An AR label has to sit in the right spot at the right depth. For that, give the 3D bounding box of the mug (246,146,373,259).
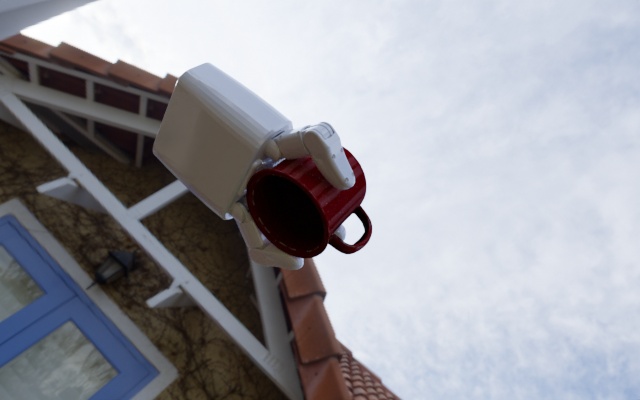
[{"bbox_3d":[0.001,0.002,0.450,0.081,0.117,0.093,-42,-14,-42],"label":"mug"}]
